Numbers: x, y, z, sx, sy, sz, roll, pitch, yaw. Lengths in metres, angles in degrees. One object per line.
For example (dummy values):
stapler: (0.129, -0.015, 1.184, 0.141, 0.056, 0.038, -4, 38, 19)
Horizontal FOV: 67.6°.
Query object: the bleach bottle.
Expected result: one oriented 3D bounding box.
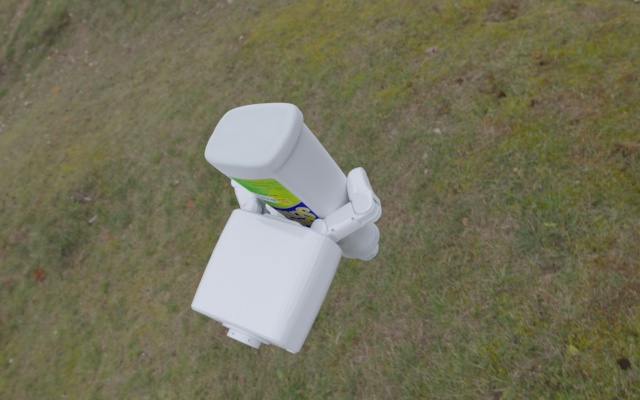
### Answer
bleach bottle: (0.000, 0.002, 0.500, 0.102, 0.068, 0.251, 7, -25, 40)
